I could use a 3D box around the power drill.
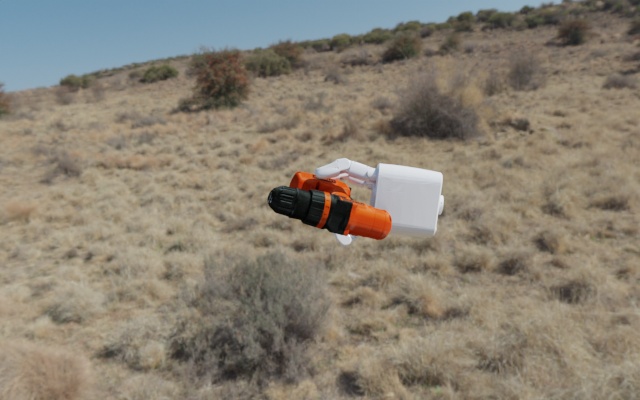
[{"bbox_3d":[0.000,0.002,0.742,0.184,0.057,0.187,16,11,-15],"label":"power drill"}]
